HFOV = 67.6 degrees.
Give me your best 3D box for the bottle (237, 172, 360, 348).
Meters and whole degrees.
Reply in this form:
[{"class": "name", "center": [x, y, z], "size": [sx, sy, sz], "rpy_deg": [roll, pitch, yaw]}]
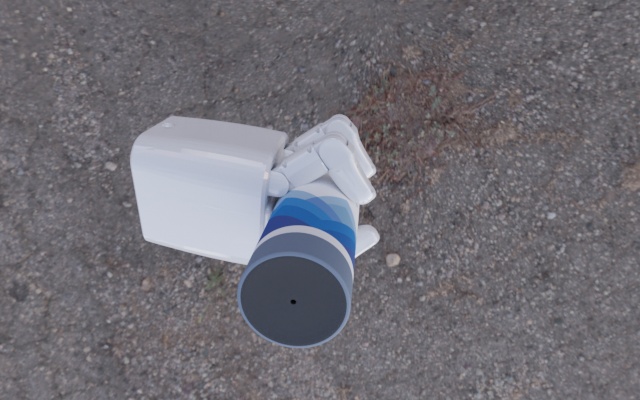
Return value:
[{"class": "bottle", "center": [0.000, 0.001, 0.408], "size": [0.069, 0.069, 0.295], "rpy_deg": [0, 23, 7]}]
